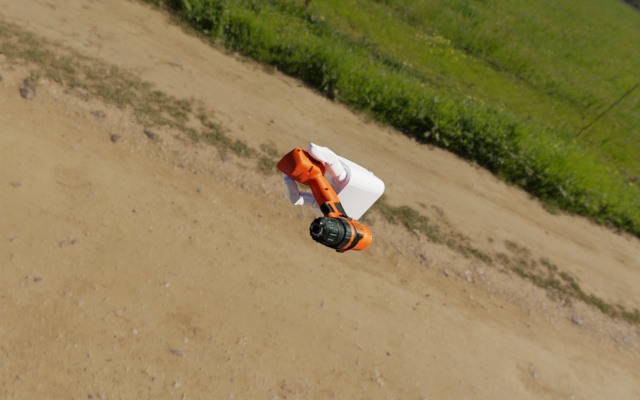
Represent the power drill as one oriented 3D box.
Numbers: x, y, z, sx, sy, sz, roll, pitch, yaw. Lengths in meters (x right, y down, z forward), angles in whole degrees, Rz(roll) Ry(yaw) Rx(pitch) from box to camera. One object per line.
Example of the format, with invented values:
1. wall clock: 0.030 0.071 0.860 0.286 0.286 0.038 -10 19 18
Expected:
1. power drill: 0.000 0.002 0.799 0.057 0.187 0.184 -37 -23 15
